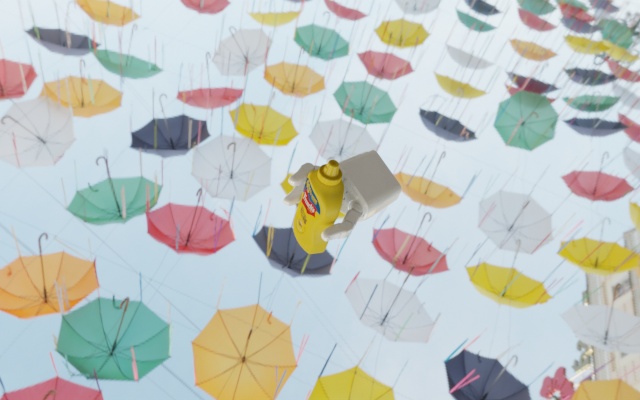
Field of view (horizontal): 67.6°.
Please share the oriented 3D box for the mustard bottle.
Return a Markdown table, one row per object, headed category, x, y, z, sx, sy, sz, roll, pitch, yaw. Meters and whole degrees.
| category | x | y | z | sx | sy | sz | roll | pitch | yaw |
| --- | --- | --- | --- | --- | --- | --- | --- | --- | --- |
| mustard bottle | 0.000 | 0.003 | 0.841 | 0.058 | 0.096 | 0.192 | -4 | -40 | -22 |
